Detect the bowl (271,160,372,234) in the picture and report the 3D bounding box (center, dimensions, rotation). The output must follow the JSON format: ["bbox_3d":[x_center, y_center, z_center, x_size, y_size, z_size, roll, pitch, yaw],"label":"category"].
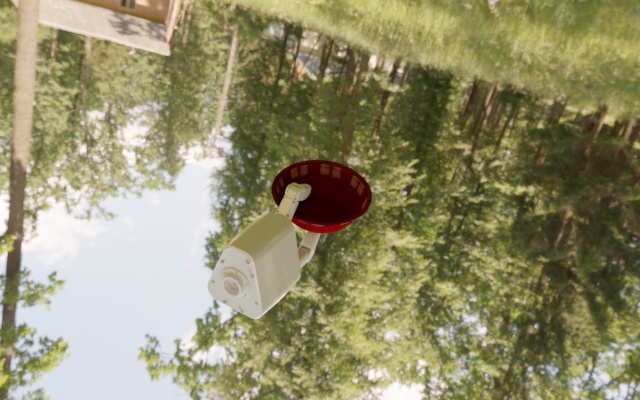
[{"bbox_3d":[0.001,0.002,0.782,0.162,0.055,0.162,4,42,-3],"label":"bowl"}]
